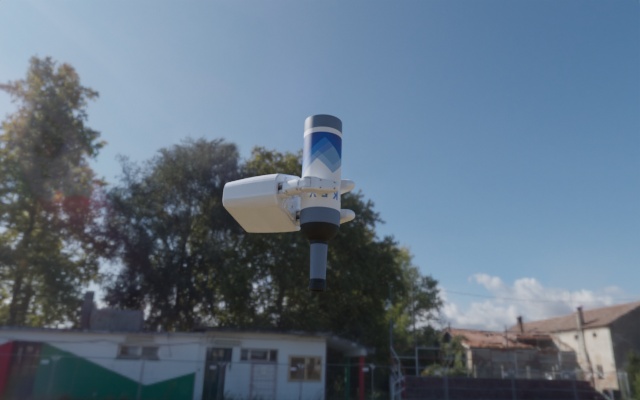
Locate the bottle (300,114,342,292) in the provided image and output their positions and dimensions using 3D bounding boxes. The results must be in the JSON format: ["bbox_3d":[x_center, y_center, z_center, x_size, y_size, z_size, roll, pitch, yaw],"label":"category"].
[{"bbox_3d":[0.000,0.002,0.796,0.069,0.295,0.069,2,-19,1],"label":"bottle"}]
